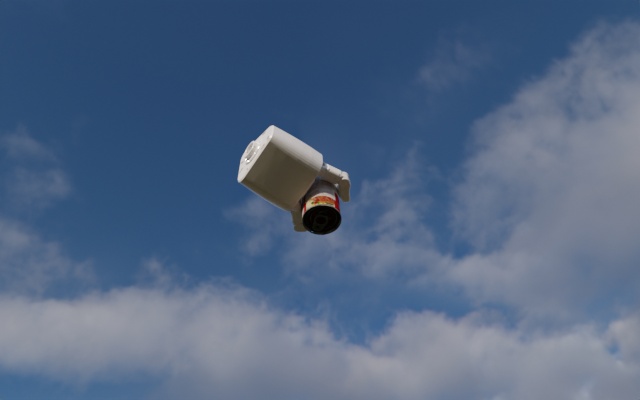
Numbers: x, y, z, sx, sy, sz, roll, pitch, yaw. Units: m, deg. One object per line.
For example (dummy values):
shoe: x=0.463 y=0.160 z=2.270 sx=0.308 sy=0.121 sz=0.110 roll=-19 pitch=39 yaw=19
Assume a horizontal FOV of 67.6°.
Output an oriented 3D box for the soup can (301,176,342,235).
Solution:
soup can: x=0.001 y=0.003 z=0.854 sx=0.068 sy=0.069 sz=0.102 roll=0 pitch=38 yaw=-3
